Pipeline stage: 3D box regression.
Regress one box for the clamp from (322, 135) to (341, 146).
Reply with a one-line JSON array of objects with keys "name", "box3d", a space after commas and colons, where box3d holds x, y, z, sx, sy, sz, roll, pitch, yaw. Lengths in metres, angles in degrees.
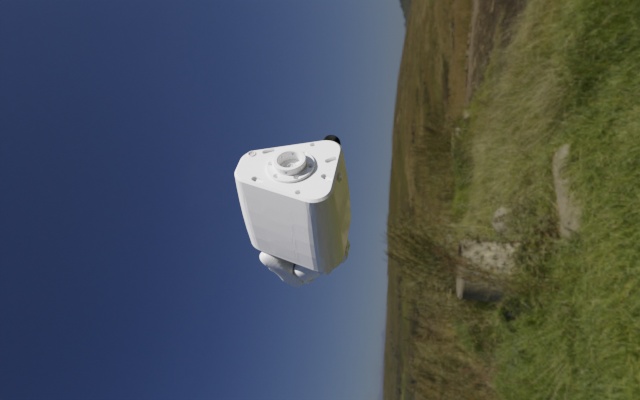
[{"name": "clamp", "box3d": [-0.001, 0.002, 0.614, 0.039, 0.171, 0.120, 4, -44, 11]}]
